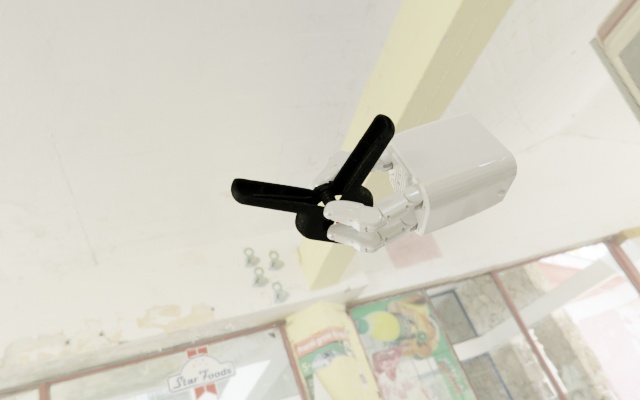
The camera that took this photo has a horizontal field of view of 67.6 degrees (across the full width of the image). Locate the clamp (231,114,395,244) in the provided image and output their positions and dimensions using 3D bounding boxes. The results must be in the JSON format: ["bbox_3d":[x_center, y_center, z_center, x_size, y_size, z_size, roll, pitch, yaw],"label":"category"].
[{"bbox_3d":[0.000,0.001,0.521,0.164,0.036,0.210,-20,-29,-5],"label":"clamp"}]
